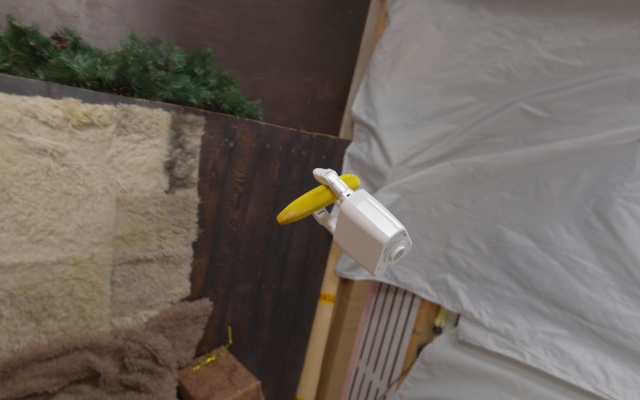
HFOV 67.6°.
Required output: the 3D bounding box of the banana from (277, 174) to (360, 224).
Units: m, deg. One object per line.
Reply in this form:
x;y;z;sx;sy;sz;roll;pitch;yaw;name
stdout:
0.010;-0.007;0.859;0.197;0.037;0.070;-26;-14;-38;banana
